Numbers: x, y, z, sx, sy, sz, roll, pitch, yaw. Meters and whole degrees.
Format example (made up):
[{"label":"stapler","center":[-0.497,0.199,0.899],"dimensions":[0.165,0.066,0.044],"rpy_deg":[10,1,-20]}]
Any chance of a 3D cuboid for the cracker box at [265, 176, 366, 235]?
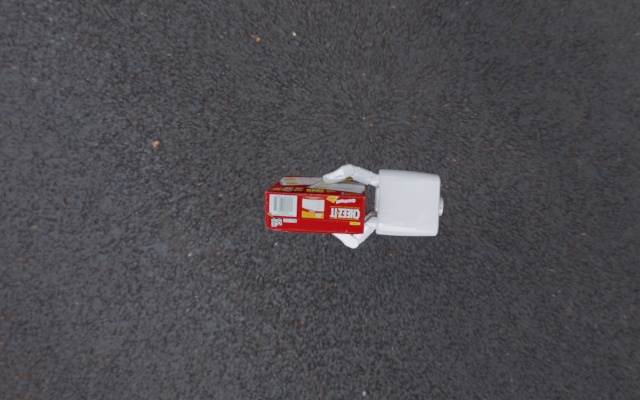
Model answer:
[{"label":"cracker box","center":[0.000,0.003,0.867],"dimensions":[0.164,0.072,0.213],"rpy_deg":[3,10,5]}]
